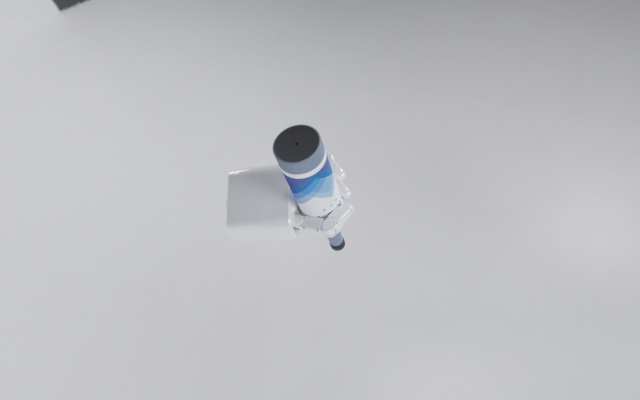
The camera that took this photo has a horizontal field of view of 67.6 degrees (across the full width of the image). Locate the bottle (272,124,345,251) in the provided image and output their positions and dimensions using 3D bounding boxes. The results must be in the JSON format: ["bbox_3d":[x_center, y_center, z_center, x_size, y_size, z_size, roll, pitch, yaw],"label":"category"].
[{"bbox_3d":[0.000,0.002,0.747,0.069,0.069,0.296,0,-32,15],"label":"bottle"}]
